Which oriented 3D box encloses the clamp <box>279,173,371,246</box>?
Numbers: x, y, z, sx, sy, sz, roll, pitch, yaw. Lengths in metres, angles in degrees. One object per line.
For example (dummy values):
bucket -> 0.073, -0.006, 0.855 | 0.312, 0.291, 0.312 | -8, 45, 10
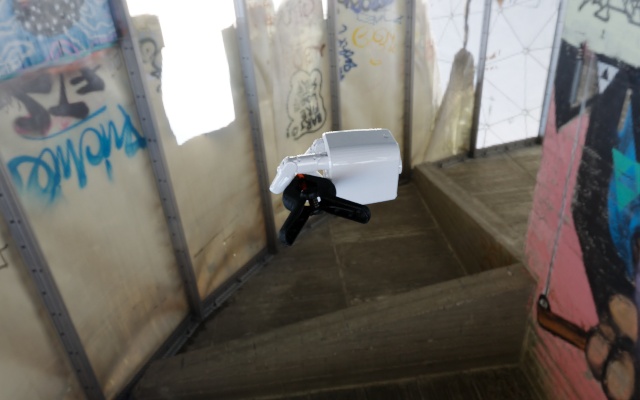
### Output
clamp -> 0.000, 0.003, 0.665 | 0.120, 0.039, 0.171 | -7, 29, -3
